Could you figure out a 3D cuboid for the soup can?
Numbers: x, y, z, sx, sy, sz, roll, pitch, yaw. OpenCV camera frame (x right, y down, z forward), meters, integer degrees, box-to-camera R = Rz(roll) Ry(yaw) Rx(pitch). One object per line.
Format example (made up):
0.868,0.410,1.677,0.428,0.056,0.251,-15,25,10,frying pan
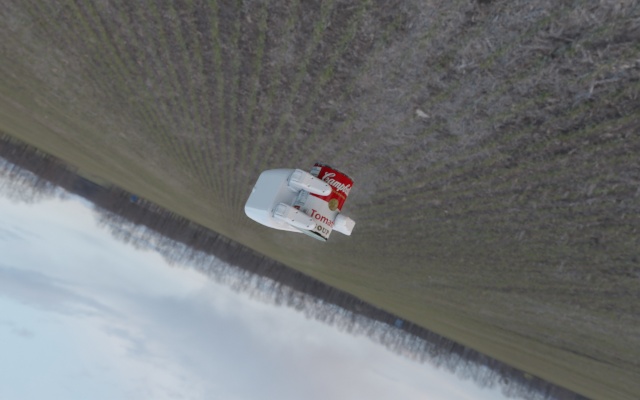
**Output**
0.000,0.003,0.728,0.068,0.102,0.068,25,-9,4,soup can
